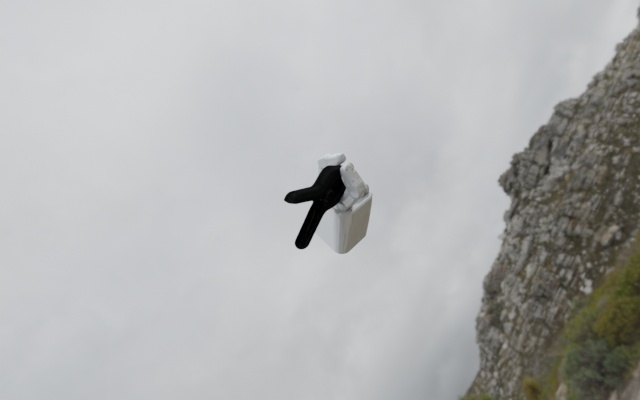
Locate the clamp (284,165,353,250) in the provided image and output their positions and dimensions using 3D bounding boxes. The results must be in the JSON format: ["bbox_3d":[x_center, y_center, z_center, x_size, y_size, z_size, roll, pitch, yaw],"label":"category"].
[{"bbox_3d":[0.000,0.002,0.820,0.039,0.120,0.171,27,44,27],"label":"clamp"}]
